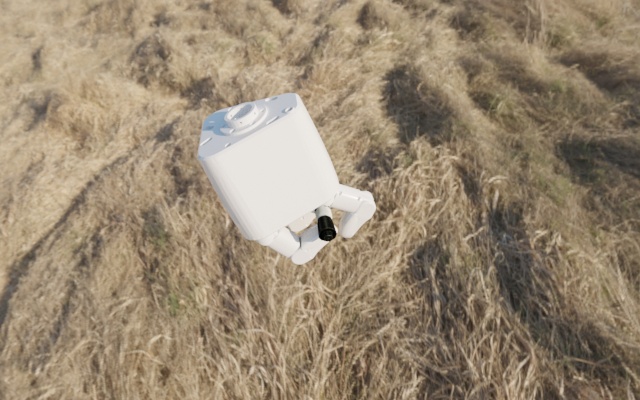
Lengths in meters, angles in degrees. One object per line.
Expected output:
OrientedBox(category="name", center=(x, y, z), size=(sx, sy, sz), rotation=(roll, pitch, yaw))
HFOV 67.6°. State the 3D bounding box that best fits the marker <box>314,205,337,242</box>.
OrientedBox(category="marker", center=(0.000, 0.002, 0.521), size=(0.020, 0.020, 0.121), rotation=(0, 37, -9))
